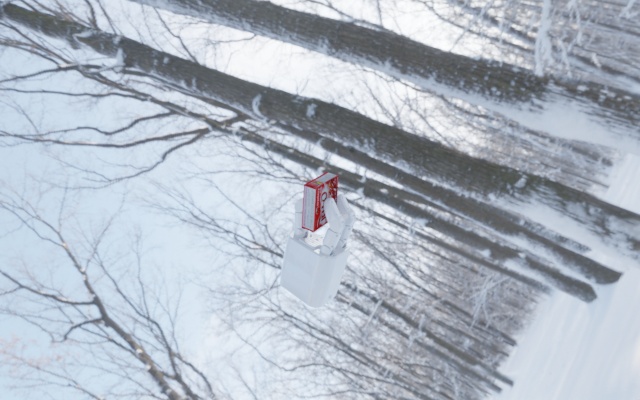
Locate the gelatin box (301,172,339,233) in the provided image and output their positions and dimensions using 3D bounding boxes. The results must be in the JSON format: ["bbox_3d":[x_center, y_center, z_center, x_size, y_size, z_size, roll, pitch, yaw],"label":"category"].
[{"bbox_3d":[0.000,0.002,0.849,0.030,0.089,0.073,19,30,28],"label":"gelatin box"}]
